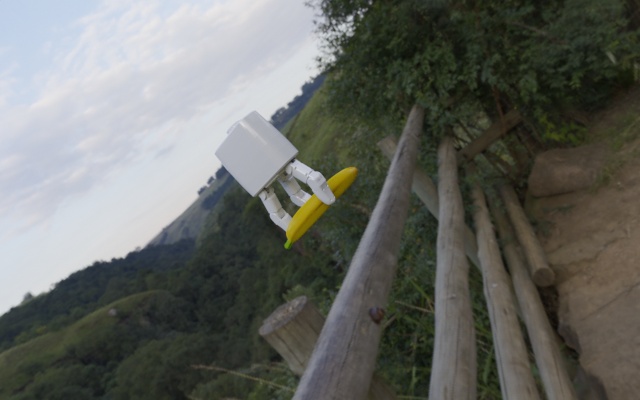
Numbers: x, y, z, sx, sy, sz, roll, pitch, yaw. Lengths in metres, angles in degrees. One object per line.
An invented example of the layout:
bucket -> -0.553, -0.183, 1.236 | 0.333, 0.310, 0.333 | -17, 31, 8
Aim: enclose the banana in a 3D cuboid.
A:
banana -> 0.001, 0.002, 0.844 | 0.037, 0.197, 0.069 | 44, -13, 0
